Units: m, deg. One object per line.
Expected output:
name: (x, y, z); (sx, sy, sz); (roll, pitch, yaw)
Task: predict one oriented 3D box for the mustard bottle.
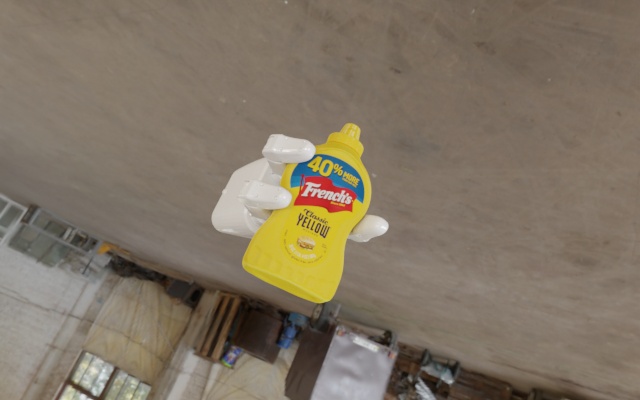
mustard bottle: (0.000, 0.002, 0.499); (0.096, 0.191, 0.058); (25, -20, -5)
